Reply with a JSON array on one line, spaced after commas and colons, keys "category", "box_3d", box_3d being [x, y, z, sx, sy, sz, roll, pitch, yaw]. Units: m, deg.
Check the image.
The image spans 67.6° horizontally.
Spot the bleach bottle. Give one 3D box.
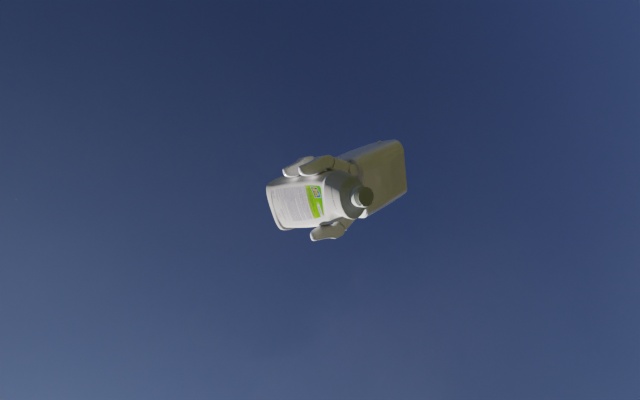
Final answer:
[{"category": "bleach bottle", "box_3d": [0.000, 0.002, 0.788, 0.068, 0.102, 0.251, -26, 14, -30]}]
